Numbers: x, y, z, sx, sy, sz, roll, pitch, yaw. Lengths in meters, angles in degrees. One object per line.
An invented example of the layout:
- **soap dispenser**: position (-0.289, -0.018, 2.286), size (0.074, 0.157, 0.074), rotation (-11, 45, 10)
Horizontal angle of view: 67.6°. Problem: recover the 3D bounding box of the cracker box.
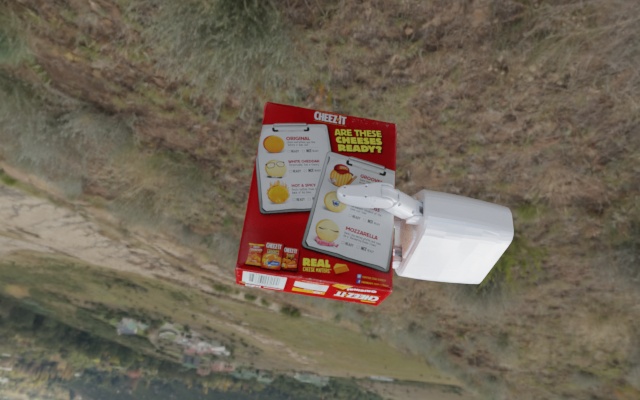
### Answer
- **cracker box**: position (0.000, 0.002, 0.553), size (0.164, 0.213, 0.072), rotation (9, -28, -6)
